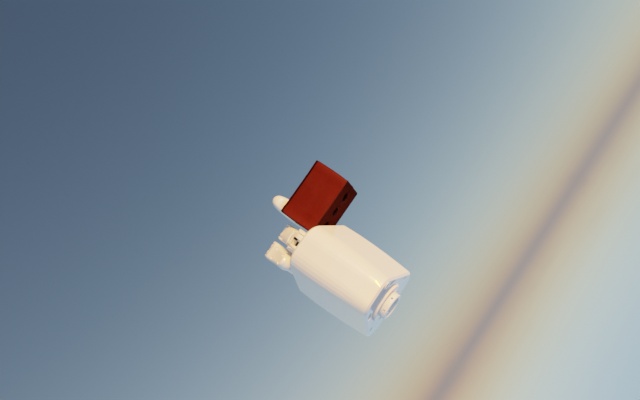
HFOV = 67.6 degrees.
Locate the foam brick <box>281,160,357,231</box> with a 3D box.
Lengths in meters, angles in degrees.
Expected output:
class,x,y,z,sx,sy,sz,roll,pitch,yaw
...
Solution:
class,x,y,z,sx,sy,sz,roll,pitch,yaw
foam brick,0.000,0.002,0.590,0.051,0.078,0.053,32,-5,25
